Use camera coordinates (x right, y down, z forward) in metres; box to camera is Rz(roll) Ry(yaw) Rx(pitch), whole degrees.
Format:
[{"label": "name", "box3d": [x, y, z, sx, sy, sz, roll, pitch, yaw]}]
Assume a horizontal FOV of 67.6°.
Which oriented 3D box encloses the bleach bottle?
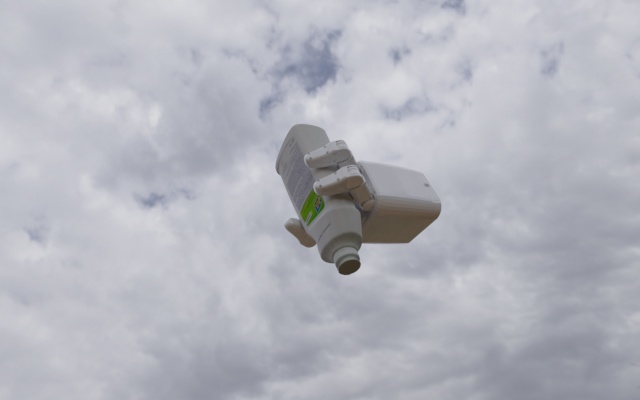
[{"label": "bleach bottle", "box3d": [0.000, 0.002, 0.654, 0.068, 0.103, 0.250, 6, 39, -24]}]
